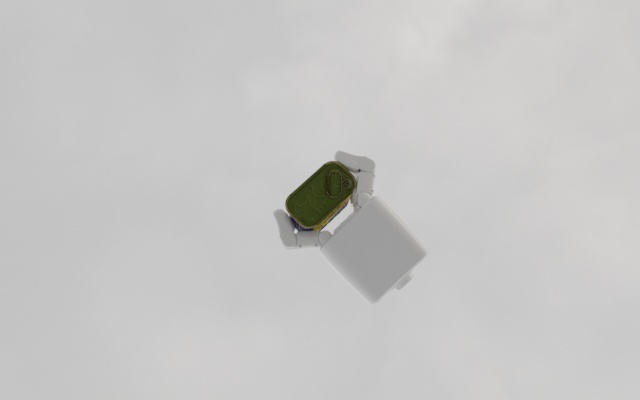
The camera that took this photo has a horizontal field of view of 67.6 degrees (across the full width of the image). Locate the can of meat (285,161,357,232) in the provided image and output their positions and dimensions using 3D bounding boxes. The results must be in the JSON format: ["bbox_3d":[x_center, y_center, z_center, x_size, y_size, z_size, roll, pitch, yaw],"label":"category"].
[{"bbox_3d":[0.000,0.002,0.688,0.102,0.057,0.084,-43,-11,-12],"label":"can of meat"}]
